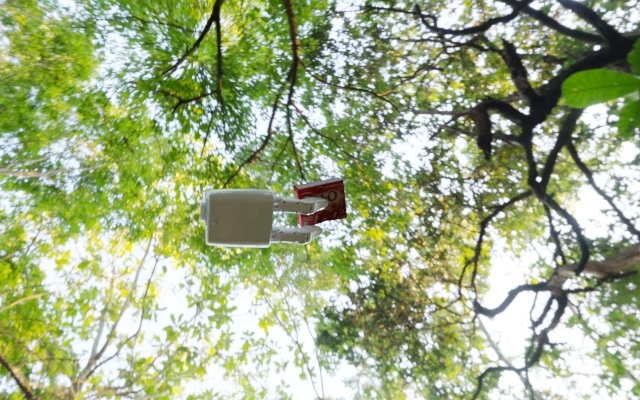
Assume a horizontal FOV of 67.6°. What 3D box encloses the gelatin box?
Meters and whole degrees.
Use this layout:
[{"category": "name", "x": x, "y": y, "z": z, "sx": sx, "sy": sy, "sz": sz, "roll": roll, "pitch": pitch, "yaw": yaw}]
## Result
[{"category": "gelatin box", "x": 0.000, "y": 0.003, "z": 0.854, "sx": 0.089, "sy": 0.073, "sz": 0.030, "roll": -12, "pitch": 20, "yaw": -15}]
